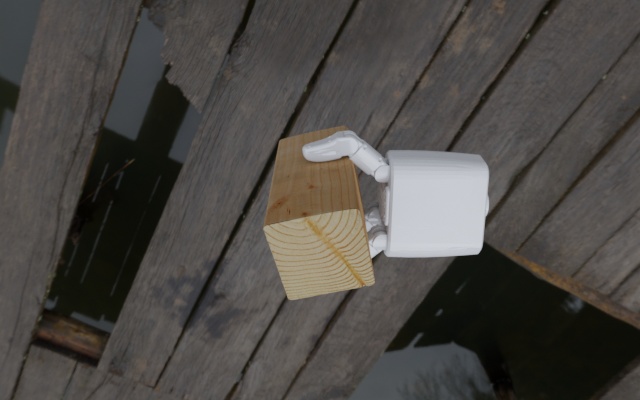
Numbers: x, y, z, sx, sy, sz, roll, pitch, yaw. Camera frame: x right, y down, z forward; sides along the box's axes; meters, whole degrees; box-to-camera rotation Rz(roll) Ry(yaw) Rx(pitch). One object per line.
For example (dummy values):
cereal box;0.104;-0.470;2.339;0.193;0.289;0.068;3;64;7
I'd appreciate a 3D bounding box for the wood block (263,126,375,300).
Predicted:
wood block;0.000;0.001;0.531;0.090;0.091;0.206;-11;28;6
